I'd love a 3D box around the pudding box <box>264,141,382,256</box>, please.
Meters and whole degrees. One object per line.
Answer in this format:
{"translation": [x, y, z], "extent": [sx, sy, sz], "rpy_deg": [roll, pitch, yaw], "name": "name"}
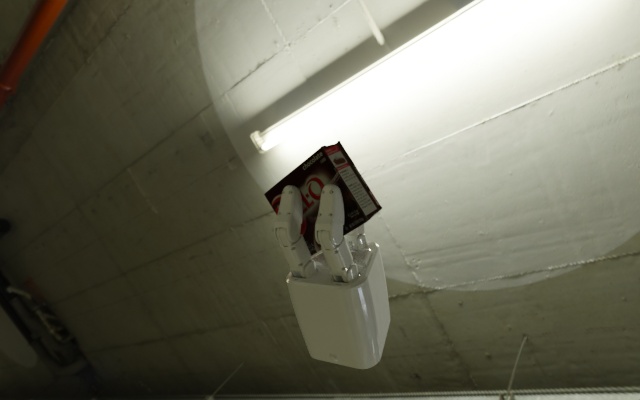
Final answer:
{"translation": [0.000, 0.002, 0.525], "extent": [0.113, 0.090, 0.039], "rpy_deg": [-36, -4, 39], "name": "pudding box"}
